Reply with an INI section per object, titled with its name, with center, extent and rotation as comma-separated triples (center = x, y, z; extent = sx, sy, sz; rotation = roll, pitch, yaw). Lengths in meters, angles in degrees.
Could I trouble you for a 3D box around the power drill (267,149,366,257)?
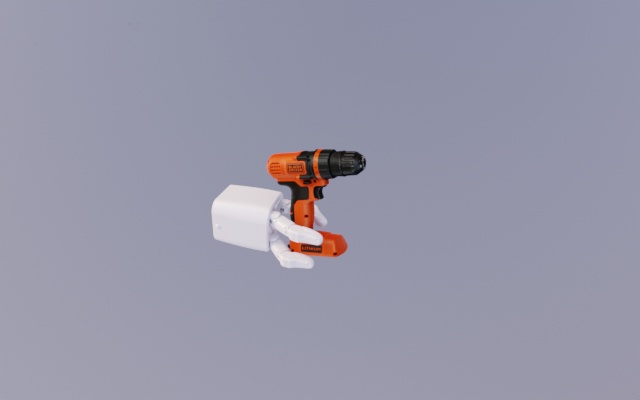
[power drill]
center = 0.000, 0.003, 0.837
extent = 0.184, 0.188, 0.057
rotation = 1, 15, 30
